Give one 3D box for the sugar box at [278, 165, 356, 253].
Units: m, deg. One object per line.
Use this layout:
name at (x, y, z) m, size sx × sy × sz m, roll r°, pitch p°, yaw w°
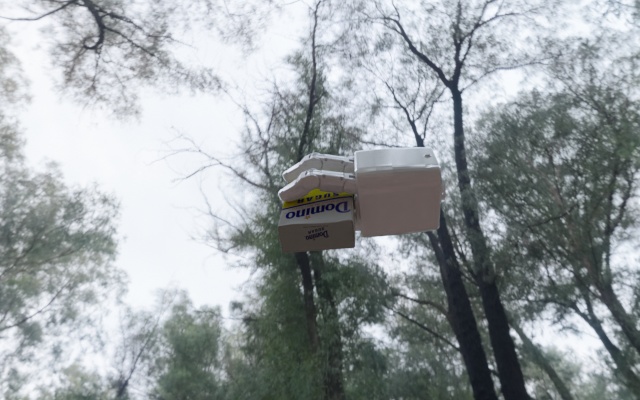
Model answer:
sugar box at (0.000, 0.002, 0.646) m, size 0.093 × 0.048 × 0.176 m, roll -5°, pitch 26°, yaw 6°
